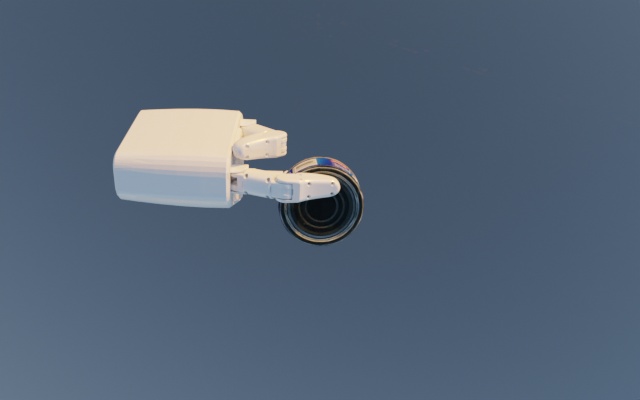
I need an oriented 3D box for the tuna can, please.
[{"bbox_3d":[0.000,0.002,0.478,0.086,0.086,0.033,0,19,-5],"label":"tuna can"}]
